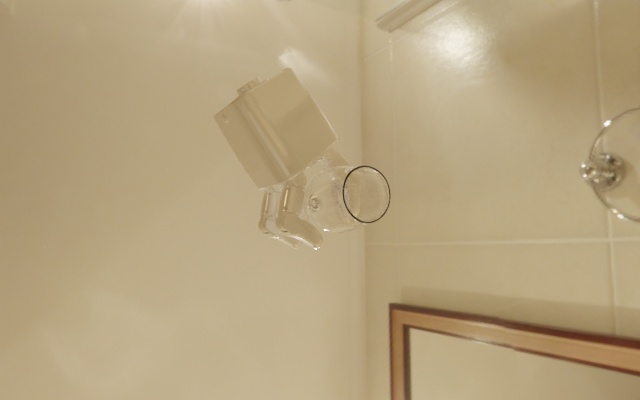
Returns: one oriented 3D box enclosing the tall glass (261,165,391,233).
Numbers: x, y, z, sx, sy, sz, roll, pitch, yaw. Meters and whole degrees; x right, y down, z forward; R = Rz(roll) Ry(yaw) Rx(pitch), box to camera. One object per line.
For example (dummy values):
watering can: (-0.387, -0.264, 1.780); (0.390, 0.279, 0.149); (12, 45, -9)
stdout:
tall glass: (0.000, 0.002, 0.588); (0.079, 0.079, 0.201); (0, -5, -30)
